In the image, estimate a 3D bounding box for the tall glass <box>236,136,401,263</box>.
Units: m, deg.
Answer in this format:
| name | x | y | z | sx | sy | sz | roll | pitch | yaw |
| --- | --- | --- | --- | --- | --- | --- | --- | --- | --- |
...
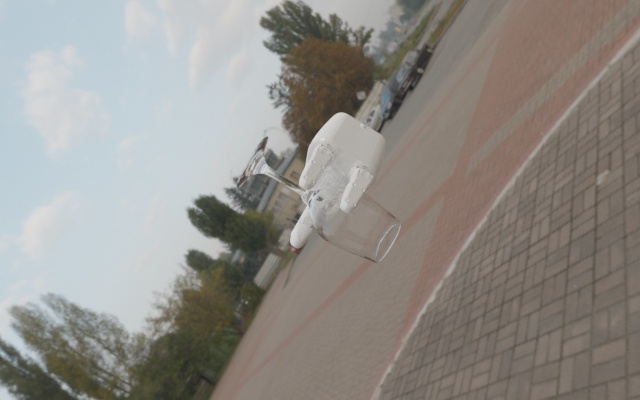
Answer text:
| name | x | y | z | sx | sy | sz | roll | pitch | yaw |
| --- | --- | --- | --- | --- | --- | --- | --- | --- | --- |
| tall glass | -0.001 | 0.002 | 0.601 | 0.201 | 0.079 | 0.079 | 31 | -1 | -2 |
